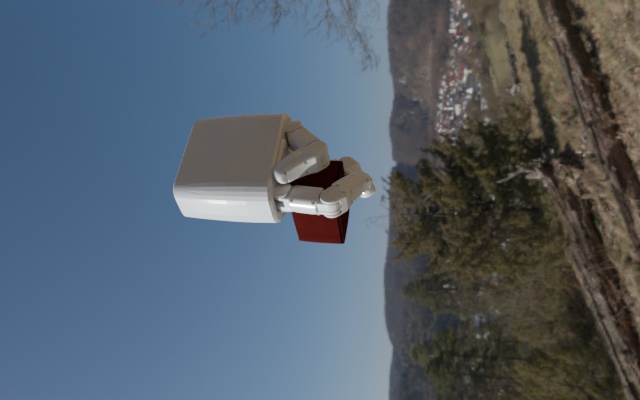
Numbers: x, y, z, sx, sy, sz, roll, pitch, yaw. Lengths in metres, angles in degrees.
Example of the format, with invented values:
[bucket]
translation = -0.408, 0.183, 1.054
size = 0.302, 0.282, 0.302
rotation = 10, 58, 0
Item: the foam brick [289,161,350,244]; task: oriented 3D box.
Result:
[foam brick]
translation = 0.000, 0.002, 0.516
size = 0.051, 0.078, 0.053
rotation = 1, 43, 13
